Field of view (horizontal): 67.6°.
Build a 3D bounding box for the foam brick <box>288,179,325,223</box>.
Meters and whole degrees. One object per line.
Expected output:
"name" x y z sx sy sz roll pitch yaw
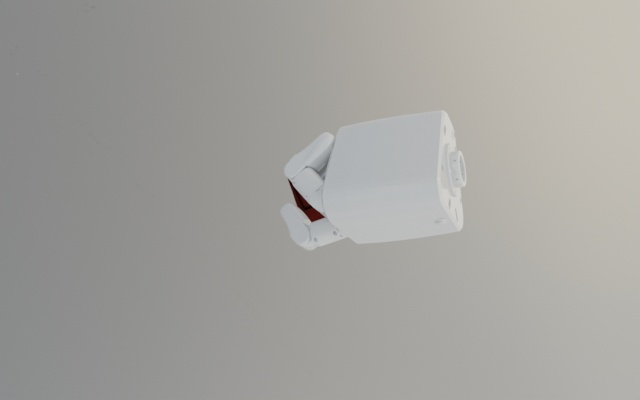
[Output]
"foam brick" 0.000 0.002 0.564 0.051 0.053 0.078 -24 -31 -7
